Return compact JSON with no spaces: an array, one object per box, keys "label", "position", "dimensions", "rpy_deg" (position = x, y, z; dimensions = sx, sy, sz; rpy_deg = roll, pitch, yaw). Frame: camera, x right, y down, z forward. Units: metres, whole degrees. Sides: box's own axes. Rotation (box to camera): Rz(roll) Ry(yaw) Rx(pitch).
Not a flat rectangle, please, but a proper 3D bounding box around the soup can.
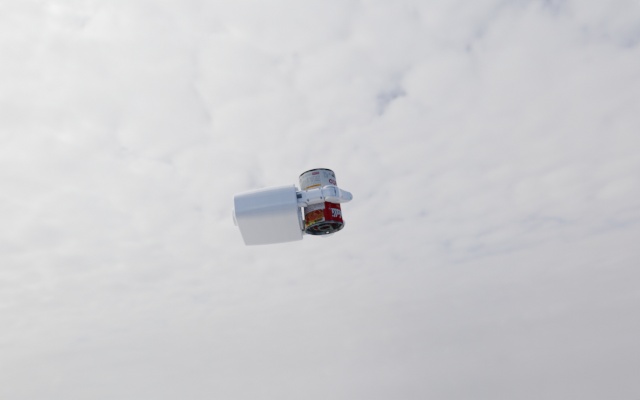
[{"label":"soup can","position":[0.001,0.002,0.836],"dimensions":[0.068,0.102,0.068],"rpy_deg":[-7,-21,-3]}]
